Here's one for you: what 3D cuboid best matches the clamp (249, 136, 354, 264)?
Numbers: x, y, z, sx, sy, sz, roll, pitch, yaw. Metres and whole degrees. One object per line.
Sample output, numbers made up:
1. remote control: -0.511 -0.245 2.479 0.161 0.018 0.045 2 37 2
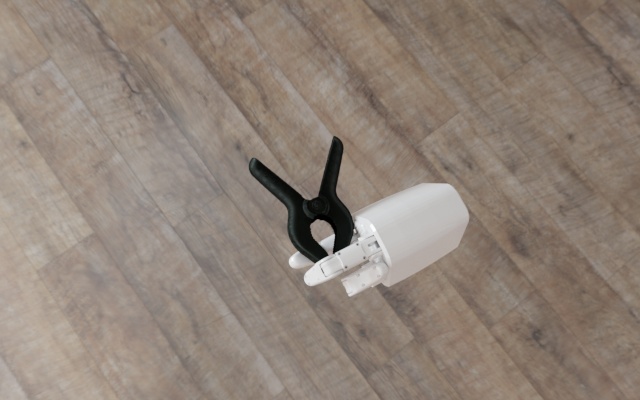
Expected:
1. clamp: 0.000 0.002 0.576 0.120 0.171 0.039 -26 -10 -7
